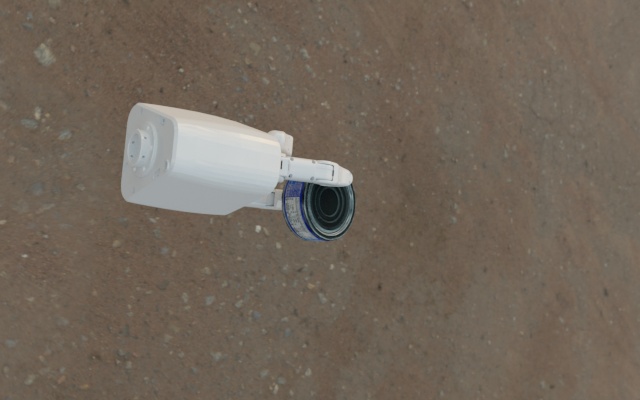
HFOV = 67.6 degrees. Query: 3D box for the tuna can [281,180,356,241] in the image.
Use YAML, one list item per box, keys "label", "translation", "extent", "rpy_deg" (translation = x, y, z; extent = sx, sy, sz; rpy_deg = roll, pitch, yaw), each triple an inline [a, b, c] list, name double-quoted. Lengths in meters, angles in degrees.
- label: "tuna can"
  translation: [0.001, 0.002, 0.520]
  extent: [0.034, 0.086, 0.086]
  rpy_deg: [-2, -2, 44]
